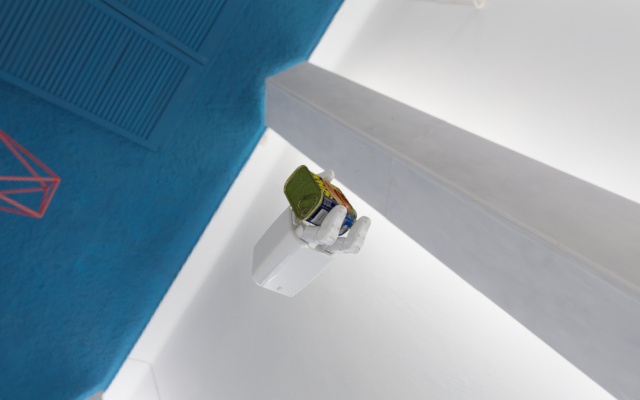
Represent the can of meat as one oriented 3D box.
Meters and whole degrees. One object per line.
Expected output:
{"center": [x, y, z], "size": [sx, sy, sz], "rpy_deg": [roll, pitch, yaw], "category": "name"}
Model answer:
{"center": [0.000, 0.002, 0.742], "size": [0.084, 0.057, 0.102], "rpy_deg": [29, 19, -37], "category": "can of meat"}
